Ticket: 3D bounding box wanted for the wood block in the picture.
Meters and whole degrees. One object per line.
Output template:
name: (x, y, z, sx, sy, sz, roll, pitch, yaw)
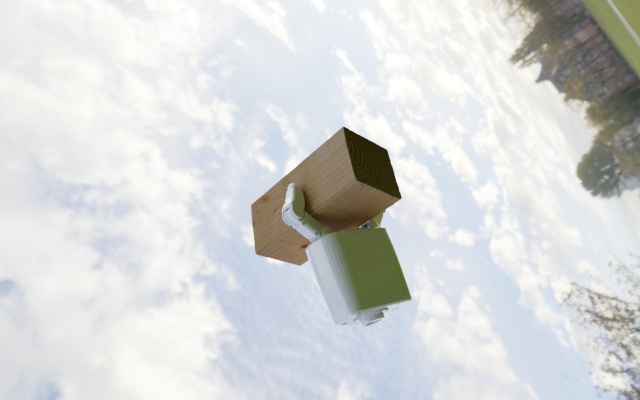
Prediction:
wood block: (0.000, 0.003, 0.672, 0.091, 0.090, 0.206, 21, -44, -38)
